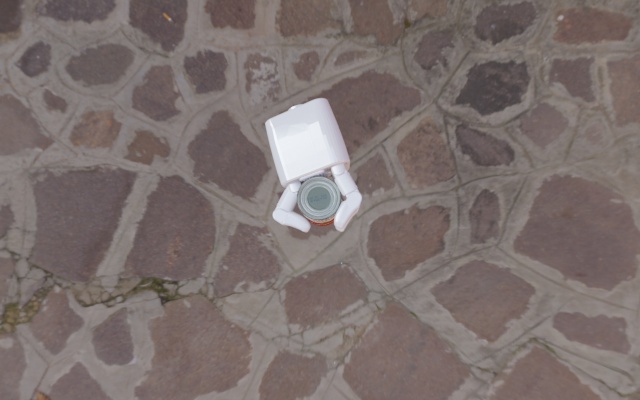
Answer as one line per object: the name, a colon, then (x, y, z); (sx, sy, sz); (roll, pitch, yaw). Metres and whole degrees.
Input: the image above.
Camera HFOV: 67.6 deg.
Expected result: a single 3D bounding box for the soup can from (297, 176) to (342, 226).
soup can: (0.000, 0.003, 0.752); (0.068, 0.068, 0.102); (0, -8, 3)
